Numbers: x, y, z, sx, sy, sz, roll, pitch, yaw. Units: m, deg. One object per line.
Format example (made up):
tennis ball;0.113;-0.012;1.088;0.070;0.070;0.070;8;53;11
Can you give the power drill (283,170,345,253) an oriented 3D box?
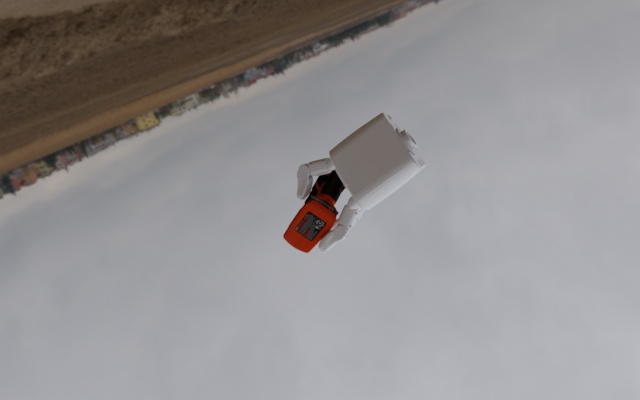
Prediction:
power drill;0.000;0.003;0.831;0.057;0.184;0.187;32;40;-4
